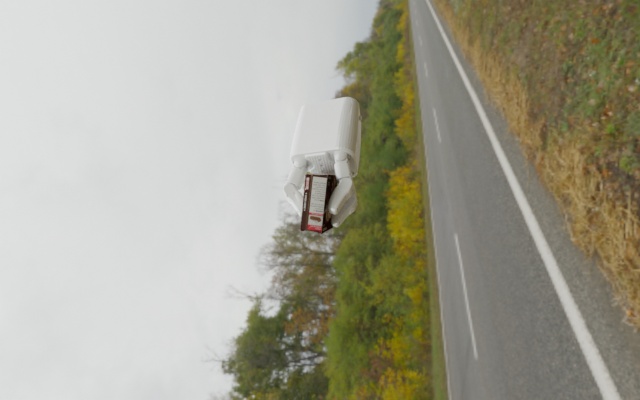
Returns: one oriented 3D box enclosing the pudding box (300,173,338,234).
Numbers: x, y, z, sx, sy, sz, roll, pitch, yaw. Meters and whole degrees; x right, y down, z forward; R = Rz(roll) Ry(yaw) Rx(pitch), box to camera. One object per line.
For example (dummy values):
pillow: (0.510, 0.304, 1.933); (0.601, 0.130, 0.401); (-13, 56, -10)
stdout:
pudding box: (0.000, 0.002, 0.755); (0.039, 0.090, 0.113); (6, 3, 12)
